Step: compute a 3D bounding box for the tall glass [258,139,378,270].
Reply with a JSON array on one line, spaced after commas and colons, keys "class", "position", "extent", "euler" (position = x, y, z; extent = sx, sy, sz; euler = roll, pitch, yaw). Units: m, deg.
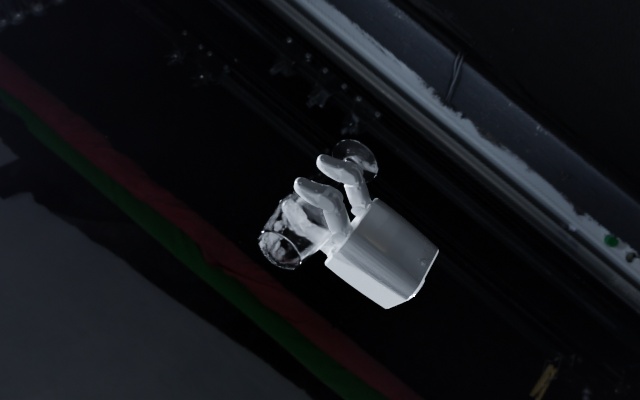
[{"class": "tall glass", "position": [0.000, 0.002, 0.627], "extent": [0.079, 0.079, 0.201], "euler": [0, 36, 38]}]
